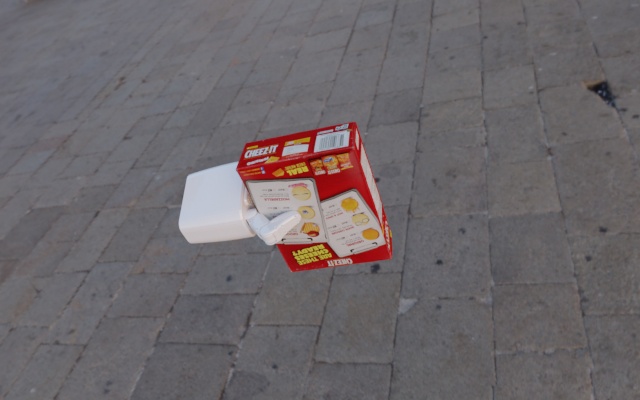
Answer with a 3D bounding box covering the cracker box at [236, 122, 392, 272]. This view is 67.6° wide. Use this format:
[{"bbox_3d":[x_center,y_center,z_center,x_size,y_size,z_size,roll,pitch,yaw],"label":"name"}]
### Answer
[{"bbox_3d":[0.000,0.002,0.687,0.164,0.214,0.072,-10,41,17],"label":"cracker box"}]
